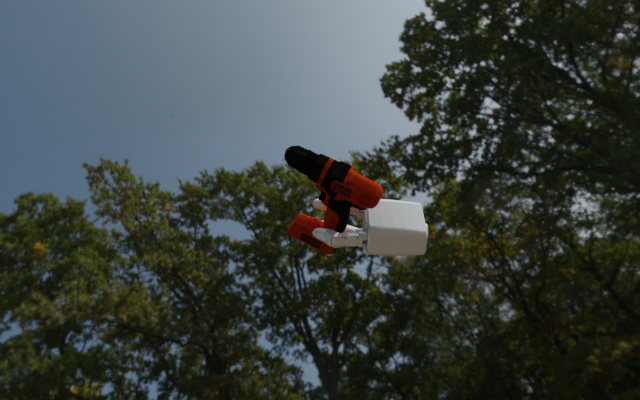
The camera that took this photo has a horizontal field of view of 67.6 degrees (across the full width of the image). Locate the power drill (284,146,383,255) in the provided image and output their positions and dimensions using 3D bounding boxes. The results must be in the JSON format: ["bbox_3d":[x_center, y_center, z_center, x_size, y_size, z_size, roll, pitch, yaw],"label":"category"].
[{"bbox_3d":[0.000,0.003,0.871,0.184,0.188,0.057,28,44,4],"label":"power drill"}]
